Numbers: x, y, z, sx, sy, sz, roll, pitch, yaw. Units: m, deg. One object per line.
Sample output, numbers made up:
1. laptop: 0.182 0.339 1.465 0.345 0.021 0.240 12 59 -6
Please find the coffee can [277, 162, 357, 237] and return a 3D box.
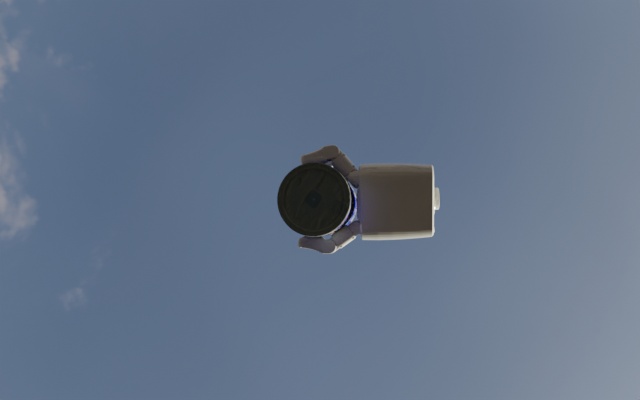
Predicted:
1. coffee can: 0.000 0.002 0.722 0.103 0.103 0.140 0 -3 8
